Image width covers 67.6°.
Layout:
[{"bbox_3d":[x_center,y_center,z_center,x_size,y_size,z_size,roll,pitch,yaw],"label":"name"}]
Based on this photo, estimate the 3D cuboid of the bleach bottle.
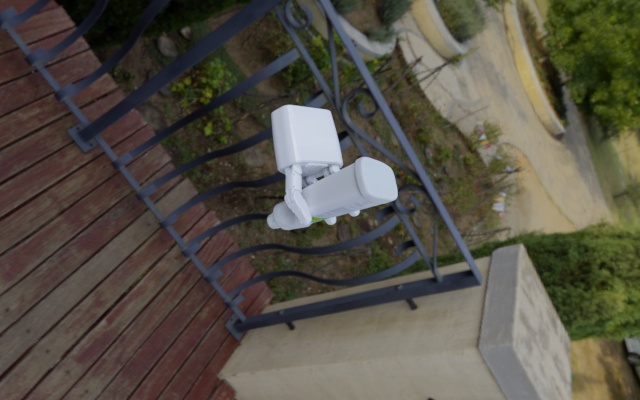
[{"bbox_3d":[0.000,0.003,0.815,0.251,0.068,0.102,-21,-19,35],"label":"bleach bottle"}]
